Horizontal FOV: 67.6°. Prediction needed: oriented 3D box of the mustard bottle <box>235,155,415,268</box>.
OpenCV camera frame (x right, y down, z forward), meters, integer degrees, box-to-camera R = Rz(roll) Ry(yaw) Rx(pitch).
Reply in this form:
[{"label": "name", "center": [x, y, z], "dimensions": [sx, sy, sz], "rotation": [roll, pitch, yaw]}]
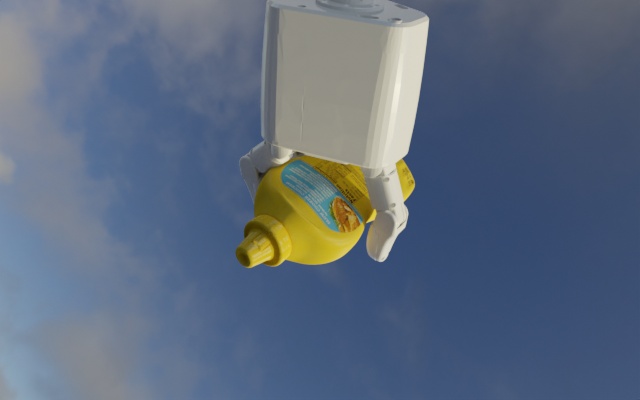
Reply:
[{"label": "mustard bottle", "center": [0.000, 0.001, 0.418], "dimensions": [0.191, 0.096, 0.058], "rotation": [-36, -13, -43]}]
